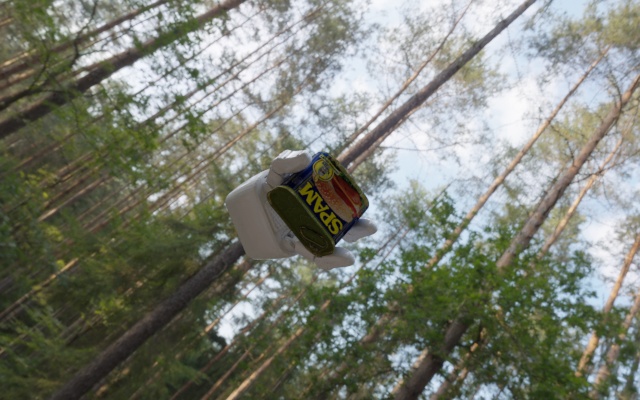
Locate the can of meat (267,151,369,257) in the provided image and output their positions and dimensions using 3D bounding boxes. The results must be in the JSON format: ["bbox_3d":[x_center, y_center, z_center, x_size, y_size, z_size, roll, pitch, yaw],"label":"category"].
[{"bbox_3d":[0.000,0.002,0.580,0.084,0.102,0.057,-45,12,-33],"label":"can of meat"}]
